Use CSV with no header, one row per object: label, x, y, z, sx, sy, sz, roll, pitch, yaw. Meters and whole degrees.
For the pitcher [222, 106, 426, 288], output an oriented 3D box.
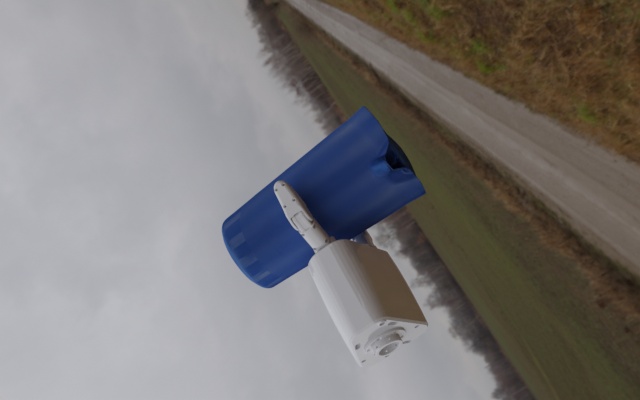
pitcher,0.000,0.002,0.616,0.243,0.145,0.149,-35,-37,7
